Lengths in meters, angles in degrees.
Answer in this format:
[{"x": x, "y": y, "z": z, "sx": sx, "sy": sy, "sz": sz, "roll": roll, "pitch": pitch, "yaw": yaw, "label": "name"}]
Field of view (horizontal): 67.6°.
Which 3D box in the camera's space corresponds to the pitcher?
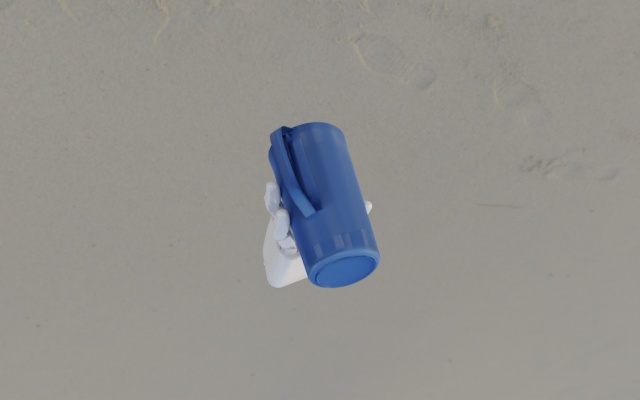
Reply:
[{"x": 0.000, "y": 0.003, "z": 0.732, "sx": 0.149, "sy": 0.242, "sz": 0.145, "roll": -3, "pitch": -36, "yaw": -20, "label": "pitcher"}]
